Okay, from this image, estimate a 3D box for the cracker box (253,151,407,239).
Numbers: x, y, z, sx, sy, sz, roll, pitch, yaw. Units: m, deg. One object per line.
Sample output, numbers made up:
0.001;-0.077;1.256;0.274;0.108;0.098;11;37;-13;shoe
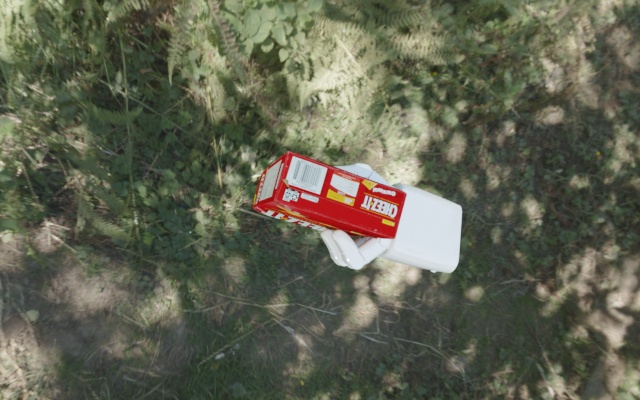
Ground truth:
0.000;0.002;0.680;0.164;0.072;0.214;18;-8;-13;cracker box
